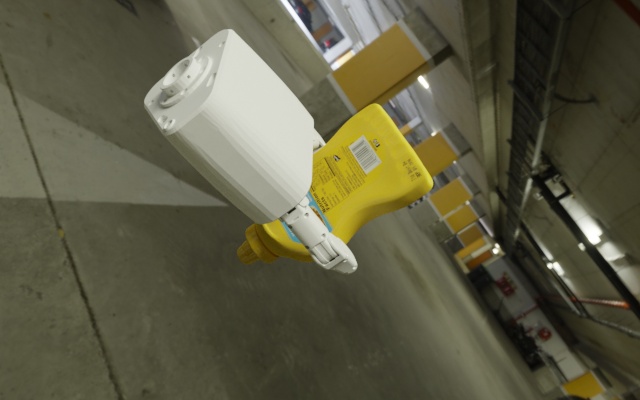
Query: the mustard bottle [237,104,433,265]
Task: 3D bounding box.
[{"bbox_3d":[0.000,0.001,0.445,0.191,0.096,0.058,-35,-27,11],"label":"mustard bottle"}]
